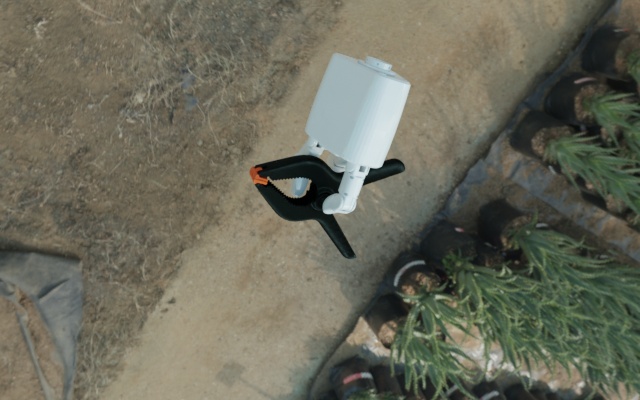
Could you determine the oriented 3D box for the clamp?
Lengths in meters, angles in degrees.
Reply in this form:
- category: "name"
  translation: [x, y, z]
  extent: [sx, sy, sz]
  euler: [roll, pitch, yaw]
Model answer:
- category: "clamp"
  translation: [0.000, 0.002, 0.649]
  extent: [0.210, 0.165, 0.036]
  euler: [9, 23, -26]
